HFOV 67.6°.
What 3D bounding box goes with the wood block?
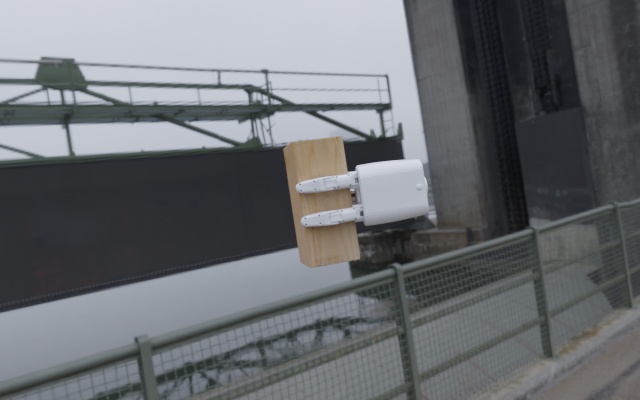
[{"bbox_3d":[0.000,0.002,0.820,0.090,0.206,0.091,-9,1,-12],"label":"wood block"}]
